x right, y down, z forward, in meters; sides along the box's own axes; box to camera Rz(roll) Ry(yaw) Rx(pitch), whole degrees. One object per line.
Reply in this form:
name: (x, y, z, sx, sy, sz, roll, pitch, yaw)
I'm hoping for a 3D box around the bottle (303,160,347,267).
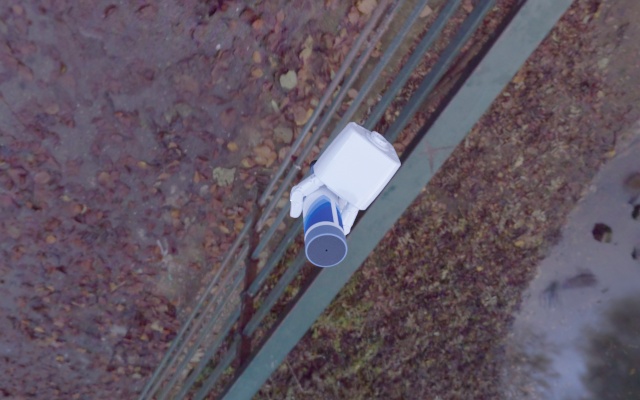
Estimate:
bottle: (0.000, 0.003, 0.877, 0.069, 0.069, 0.295, 0, 31, -4)
